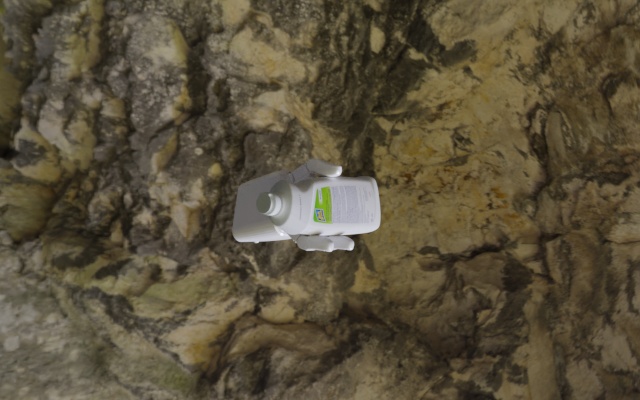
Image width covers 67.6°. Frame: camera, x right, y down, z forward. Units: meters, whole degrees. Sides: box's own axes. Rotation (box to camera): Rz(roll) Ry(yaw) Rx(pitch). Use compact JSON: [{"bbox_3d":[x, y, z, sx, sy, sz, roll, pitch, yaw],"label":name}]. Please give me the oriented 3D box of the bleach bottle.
[{"bbox_3d":[0.000,0.003,0.737,0.068,0.102,0.251,-13,-11,37],"label":"bleach bottle"}]
